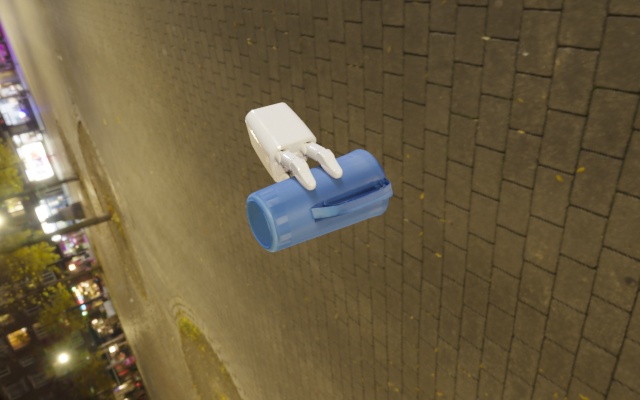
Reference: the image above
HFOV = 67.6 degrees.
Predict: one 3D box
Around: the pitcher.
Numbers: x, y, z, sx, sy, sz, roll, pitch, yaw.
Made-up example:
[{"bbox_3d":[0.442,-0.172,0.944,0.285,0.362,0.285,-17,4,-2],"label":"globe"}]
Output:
[{"bbox_3d":[0.000,0.003,0.856,0.243,0.145,0.149,-21,-28,-27],"label":"pitcher"}]
